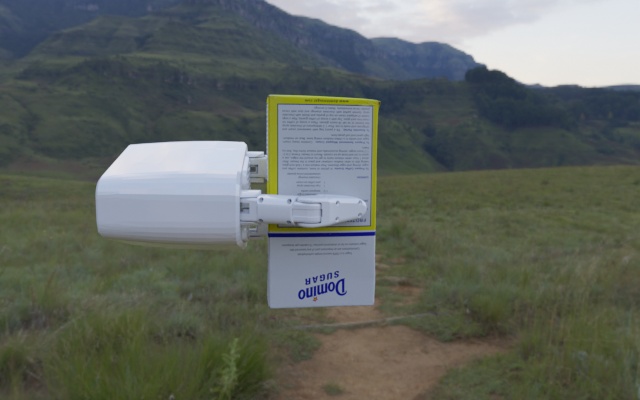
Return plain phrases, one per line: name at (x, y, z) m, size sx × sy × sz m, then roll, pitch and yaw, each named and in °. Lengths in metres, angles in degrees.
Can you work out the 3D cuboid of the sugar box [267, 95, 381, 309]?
sugar box at (0.000, 0.001, 0.411) m, size 0.093 × 0.176 × 0.048 m, roll 0°, pitch 9°, yaw -7°
